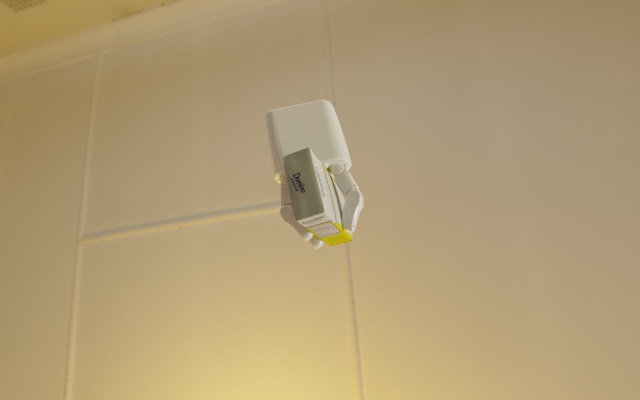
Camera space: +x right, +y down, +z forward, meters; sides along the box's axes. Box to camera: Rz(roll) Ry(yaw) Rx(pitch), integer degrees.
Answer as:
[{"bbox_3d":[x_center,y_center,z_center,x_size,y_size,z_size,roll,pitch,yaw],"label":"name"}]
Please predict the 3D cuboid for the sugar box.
[{"bbox_3d":[0.000,0.002,0.675,0.048,0.093,0.176,-18,-21,13],"label":"sugar box"}]
